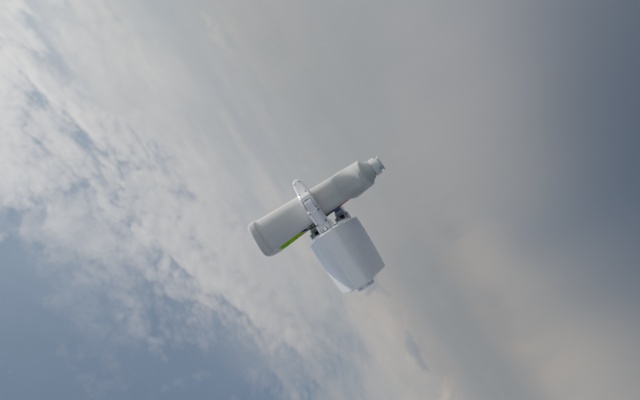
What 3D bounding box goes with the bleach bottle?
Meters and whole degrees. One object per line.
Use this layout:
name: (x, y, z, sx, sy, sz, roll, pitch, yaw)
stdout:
bleach bottle: (0.000, 0.003, 0.833, 0.251, 0.068, 0.102, -34, -6, 5)
